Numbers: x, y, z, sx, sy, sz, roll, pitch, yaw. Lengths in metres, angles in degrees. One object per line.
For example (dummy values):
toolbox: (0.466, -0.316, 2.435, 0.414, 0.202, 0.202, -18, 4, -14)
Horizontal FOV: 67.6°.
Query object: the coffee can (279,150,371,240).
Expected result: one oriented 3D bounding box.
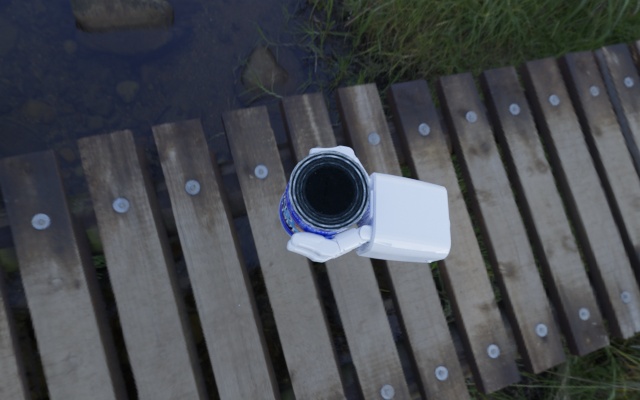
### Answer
coffee can: (0.000, 0.002, 0.648, 0.103, 0.102, 0.140, 0, -12, -10)
